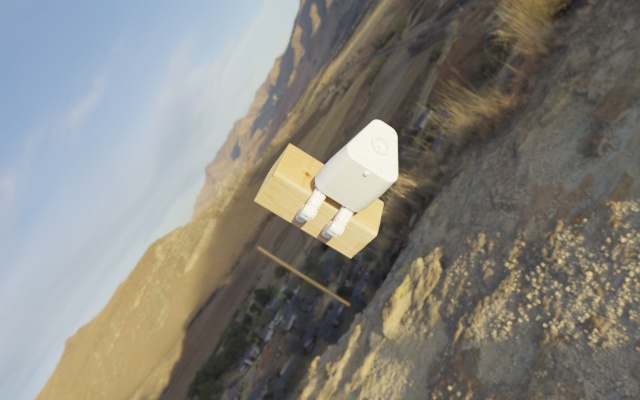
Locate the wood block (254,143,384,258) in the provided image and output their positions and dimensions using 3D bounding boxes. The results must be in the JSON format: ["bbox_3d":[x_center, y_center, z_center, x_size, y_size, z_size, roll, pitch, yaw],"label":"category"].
[{"bbox_3d":[0.000,0.002,0.860,0.206,0.090,0.090,32,-47,-11],"label":"wood block"}]
